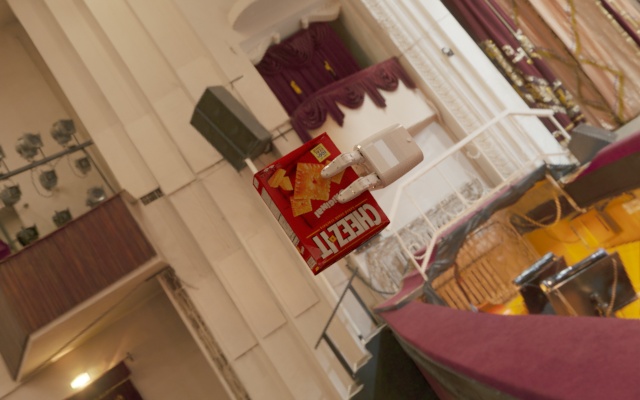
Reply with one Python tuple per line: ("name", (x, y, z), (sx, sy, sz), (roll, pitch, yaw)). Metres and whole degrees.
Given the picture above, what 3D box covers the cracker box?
("cracker box", (0.000, 0.003, 0.885), (0.164, 0.213, 0.072), (-32, -11, -18))
